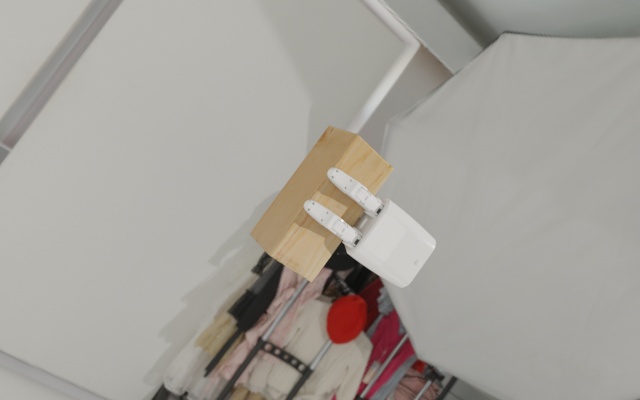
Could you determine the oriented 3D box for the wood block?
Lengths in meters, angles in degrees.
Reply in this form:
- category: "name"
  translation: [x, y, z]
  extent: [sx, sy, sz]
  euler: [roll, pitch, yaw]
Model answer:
- category: "wood block"
  translation: [0.000, 0.002, 0.713]
  extent: [0.090, 0.206, 0.090]
  euler: [38, -3, -30]
